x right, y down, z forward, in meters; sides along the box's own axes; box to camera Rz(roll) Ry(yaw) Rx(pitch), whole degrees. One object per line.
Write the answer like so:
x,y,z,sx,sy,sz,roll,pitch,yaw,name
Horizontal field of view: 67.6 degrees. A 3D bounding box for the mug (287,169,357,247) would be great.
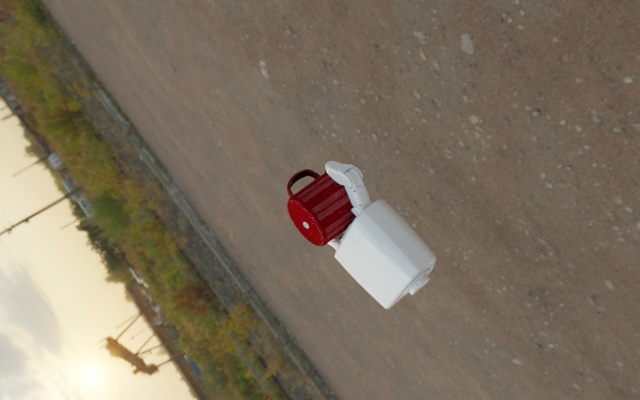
-0.001,0.001,0.669,0.081,0.117,0.093,-36,-22,-22,mug
